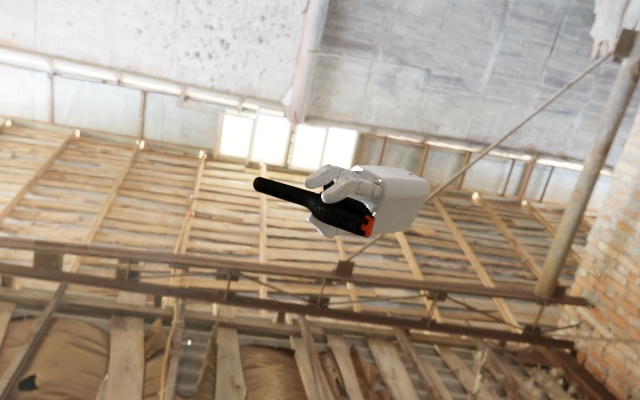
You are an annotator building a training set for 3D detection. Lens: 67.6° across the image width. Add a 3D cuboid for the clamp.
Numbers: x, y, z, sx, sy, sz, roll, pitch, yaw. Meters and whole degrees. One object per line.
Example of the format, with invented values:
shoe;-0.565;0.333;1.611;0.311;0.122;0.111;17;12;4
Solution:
clamp;0.000;0.003;0.754;0.164;0.036;0.210;-1;23;-34
